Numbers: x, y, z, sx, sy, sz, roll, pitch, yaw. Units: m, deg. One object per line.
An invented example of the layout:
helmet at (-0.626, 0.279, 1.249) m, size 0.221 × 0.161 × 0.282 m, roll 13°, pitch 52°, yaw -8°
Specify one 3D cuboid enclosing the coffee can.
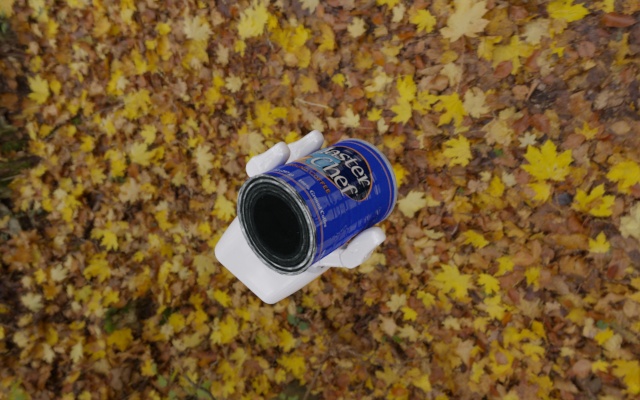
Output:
coffee can at (0.000, 0.002, 0.495) m, size 0.103 × 0.103 × 0.140 m, roll 0°, pitch 19°, yaw 42°
